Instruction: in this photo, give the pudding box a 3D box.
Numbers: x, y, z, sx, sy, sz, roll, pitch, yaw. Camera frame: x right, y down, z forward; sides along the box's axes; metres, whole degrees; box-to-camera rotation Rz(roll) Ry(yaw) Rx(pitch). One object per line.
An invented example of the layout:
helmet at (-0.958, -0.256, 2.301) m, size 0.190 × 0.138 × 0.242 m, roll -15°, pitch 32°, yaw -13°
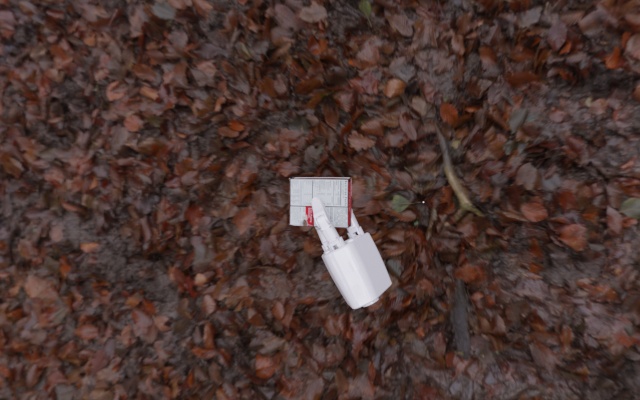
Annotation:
pudding box at (0.000, 0.003, 0.860) m, size 0.113 × 0.090 × 0.039 m, roll 1°, pitch 3°, yaw 11°
